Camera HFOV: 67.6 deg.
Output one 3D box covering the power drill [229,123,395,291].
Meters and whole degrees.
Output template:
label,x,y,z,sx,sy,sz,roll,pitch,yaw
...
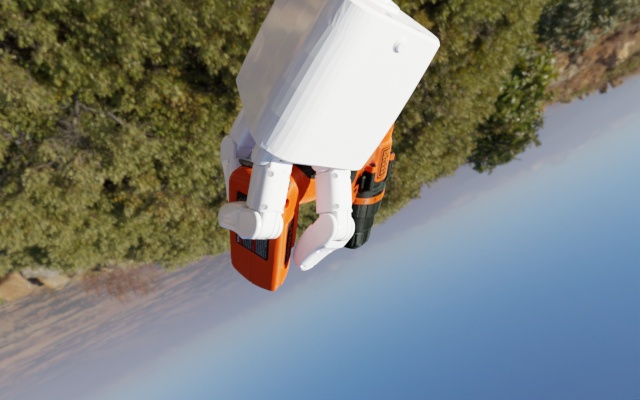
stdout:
label,x,y,z,sx,sy,sz,roll,pitch,yaw
power drill,0.000,0.001,0.441,0.057,0.185,0.187,24,38,27
